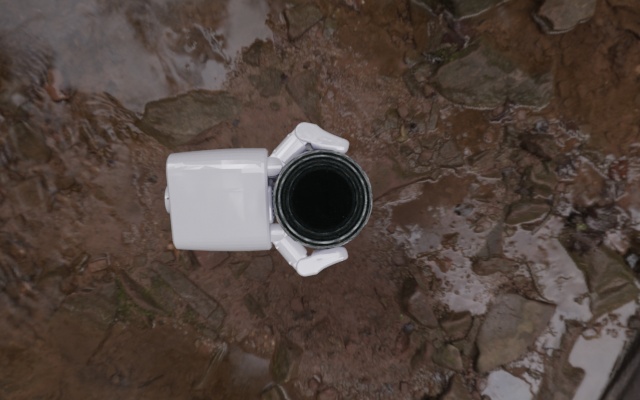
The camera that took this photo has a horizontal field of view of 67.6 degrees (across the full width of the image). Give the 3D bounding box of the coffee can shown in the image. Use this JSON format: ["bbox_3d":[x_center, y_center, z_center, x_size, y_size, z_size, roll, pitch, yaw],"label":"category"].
[{"bbox_3d":[0.000,0.002,0.552,0.103,0.103,0.140,0,-3,-2],"label":"coffee can"}]
